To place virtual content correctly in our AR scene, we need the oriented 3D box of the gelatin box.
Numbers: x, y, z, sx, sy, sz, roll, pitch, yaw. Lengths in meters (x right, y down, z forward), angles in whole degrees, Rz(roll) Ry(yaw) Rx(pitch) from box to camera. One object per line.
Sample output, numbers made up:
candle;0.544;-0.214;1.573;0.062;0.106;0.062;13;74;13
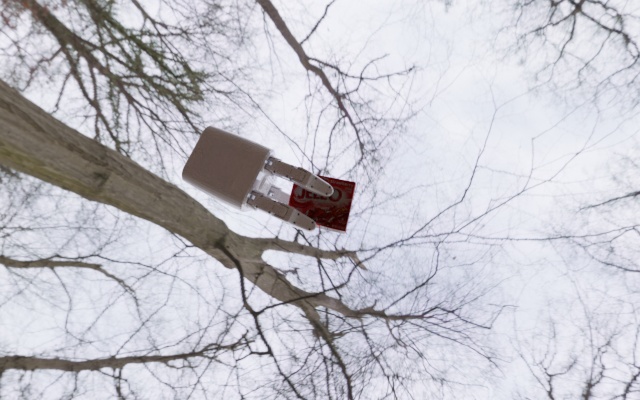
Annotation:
gelatin box;0.000;0.002;0.682;0.089;0.073;0.030;12;-11;4
